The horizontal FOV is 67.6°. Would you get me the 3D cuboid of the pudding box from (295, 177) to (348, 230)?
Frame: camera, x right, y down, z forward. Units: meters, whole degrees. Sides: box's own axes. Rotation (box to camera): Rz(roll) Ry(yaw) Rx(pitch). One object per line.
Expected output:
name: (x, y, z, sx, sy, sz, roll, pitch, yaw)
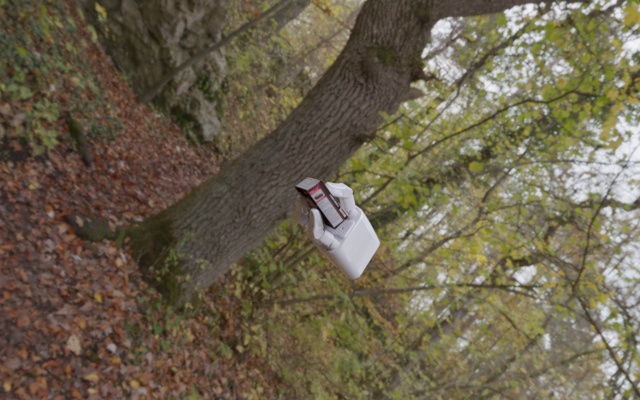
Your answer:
pudding box: (0.000, 0.003, 0.897, 0.039, 0.090, 0.113, -39, 13, -10)
